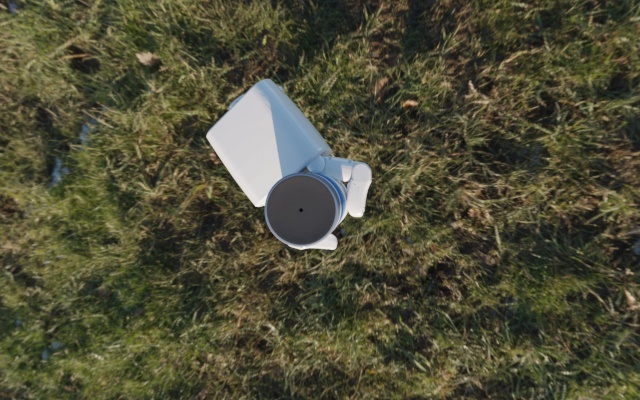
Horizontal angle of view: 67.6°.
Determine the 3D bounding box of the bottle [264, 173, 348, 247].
[{"bbox_3d":[0.000,0.002,0.566,0.069,0.069,0.295,0,3,7],"label":"bottle"}]
